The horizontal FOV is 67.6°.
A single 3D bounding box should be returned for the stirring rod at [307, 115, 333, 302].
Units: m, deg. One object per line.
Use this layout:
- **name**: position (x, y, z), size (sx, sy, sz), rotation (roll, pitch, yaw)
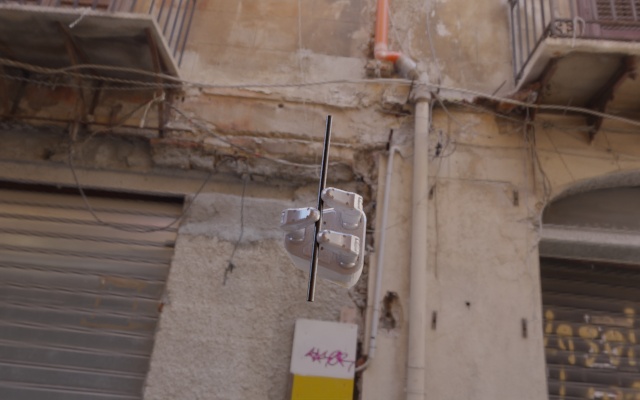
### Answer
- **stirring rod**: position (0.000, 0.002, 0.581), size (0.011, 0.239, 0.011), rotation (5, -21, 2)
